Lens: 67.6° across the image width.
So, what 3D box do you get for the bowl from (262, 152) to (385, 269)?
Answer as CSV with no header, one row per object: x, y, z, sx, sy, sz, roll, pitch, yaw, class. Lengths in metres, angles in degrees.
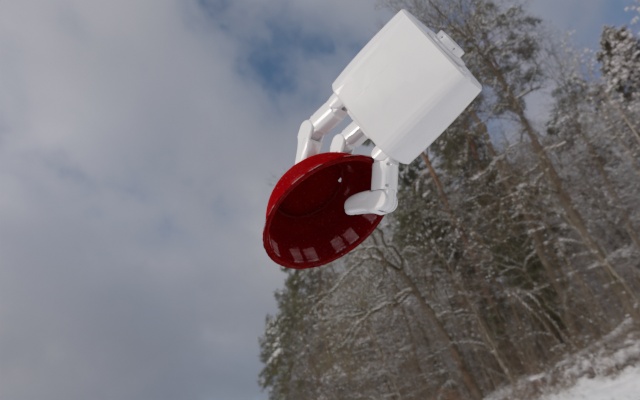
-0.001,0.002,0.538,0.162,0.162,0.055,0,38,-37,bowl
